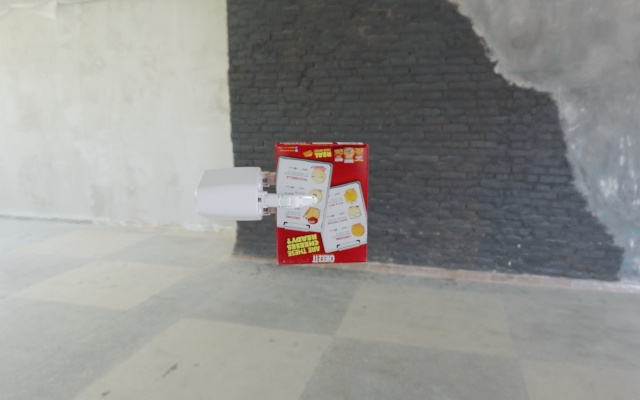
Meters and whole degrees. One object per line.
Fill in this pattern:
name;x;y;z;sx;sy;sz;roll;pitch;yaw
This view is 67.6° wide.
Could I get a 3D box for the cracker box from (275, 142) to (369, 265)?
cracker box;0.000;0.003;0.864;0.164;0.214;0.072;-1;10;-4
